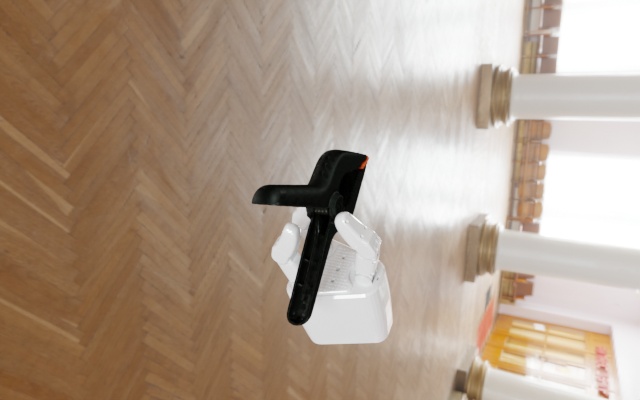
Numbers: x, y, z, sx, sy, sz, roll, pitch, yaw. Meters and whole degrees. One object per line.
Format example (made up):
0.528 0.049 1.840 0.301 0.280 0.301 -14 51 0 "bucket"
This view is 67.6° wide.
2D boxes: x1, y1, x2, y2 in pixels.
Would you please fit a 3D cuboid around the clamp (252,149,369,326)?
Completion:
0.001 0.002 0.501 0.036 0.165 0.210 9 46 25 "clamp"
